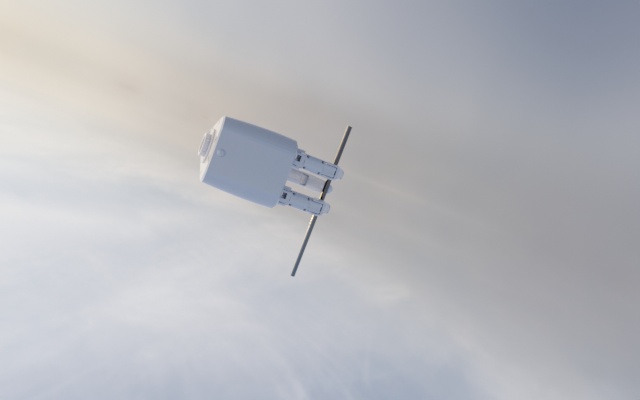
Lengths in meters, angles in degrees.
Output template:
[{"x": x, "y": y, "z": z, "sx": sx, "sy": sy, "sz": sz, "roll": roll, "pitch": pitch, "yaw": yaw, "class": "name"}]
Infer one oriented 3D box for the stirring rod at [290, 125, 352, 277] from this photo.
[{"x": 0.000, "y": 0.002, "z": 0.716, "sx": 0.011, "sy": 0.239, "sz": 0.011, "roll": 21, "pitch": 4, "yaw": -2, "class": "stirring rod"}]
